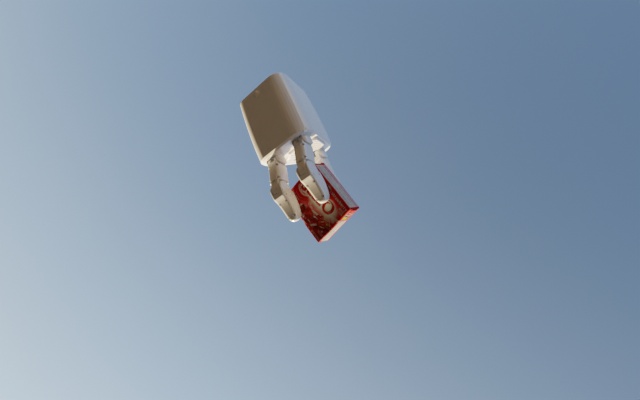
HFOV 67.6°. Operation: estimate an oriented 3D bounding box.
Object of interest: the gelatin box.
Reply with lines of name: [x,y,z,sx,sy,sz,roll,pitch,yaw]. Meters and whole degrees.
gelatin box: [0.001,0.002,0.675,0.073,0.089,0.030,-47,-21,27]
